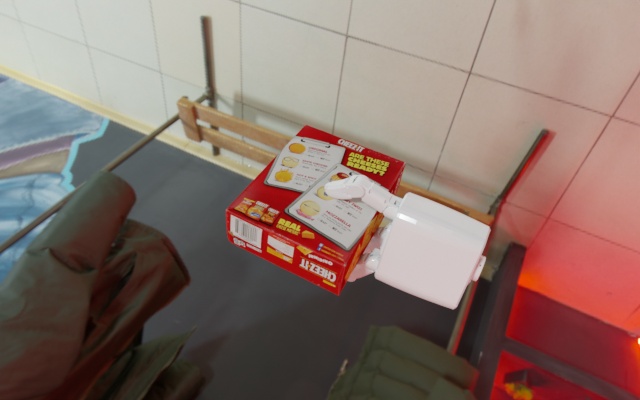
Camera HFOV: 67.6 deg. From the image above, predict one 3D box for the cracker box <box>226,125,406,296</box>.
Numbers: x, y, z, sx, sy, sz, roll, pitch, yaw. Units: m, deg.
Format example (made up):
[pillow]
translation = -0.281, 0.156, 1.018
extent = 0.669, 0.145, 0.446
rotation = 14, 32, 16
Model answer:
[cracker box]
translation = 0.000, 0.002, 0.646
extent = 0.164, 0.072, 0.213
rotation = 23, 46, 14
